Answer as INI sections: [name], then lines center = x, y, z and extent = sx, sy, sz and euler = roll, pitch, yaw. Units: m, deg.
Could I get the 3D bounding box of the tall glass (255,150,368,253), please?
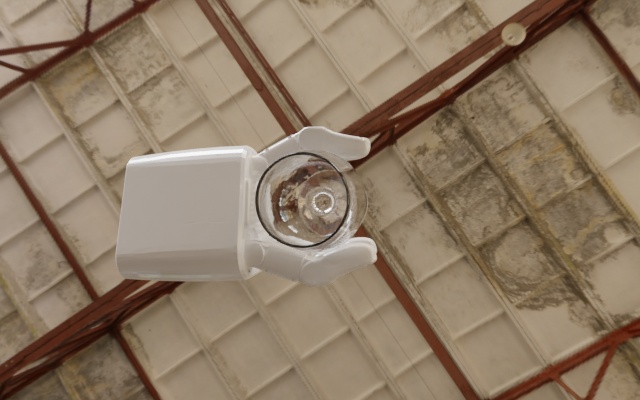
[tall glass]
center = 0.000, 0.001, 0.403
extent = 0.079, 0.079, 0.201
euler = 0, -1, 7
